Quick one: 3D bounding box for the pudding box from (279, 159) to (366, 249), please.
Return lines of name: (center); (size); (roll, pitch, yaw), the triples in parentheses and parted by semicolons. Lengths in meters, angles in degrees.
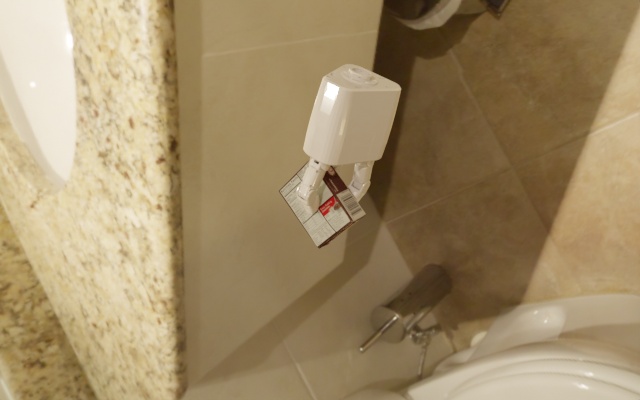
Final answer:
pudding box: (0.000, 0.002, 0.713); (0.039, 0.113, 0.090); (-24, -13, -47)
